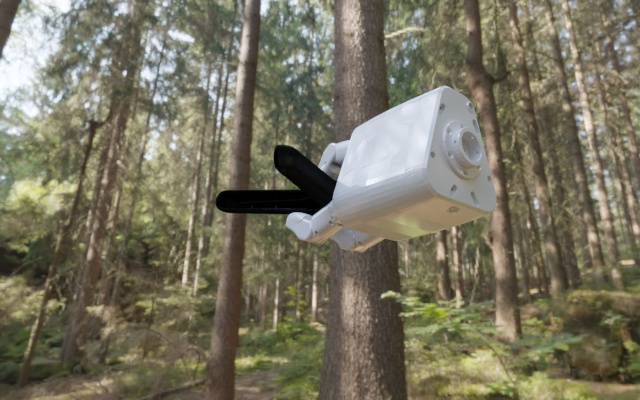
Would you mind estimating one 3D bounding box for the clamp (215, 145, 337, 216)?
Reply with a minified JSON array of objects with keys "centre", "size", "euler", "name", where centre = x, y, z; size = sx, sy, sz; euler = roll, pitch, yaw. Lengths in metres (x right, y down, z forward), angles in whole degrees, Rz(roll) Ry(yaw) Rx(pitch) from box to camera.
[{"centre":[0.001,0.001,0.517],"size":[0.210,0.036,0.164],"euler":[16,-22,-34],"name":"clamp"}]
